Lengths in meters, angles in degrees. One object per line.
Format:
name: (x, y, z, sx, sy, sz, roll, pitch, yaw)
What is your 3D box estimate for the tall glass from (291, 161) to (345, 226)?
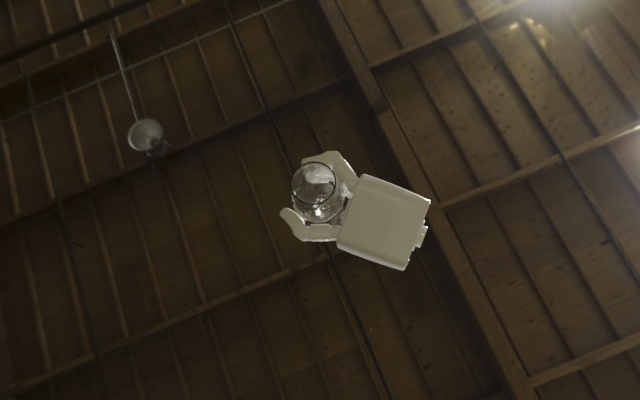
tall glass: (0.000, 0.003, 0.730, 0.079, 0.079, 0.201, 0, -15, 6)
